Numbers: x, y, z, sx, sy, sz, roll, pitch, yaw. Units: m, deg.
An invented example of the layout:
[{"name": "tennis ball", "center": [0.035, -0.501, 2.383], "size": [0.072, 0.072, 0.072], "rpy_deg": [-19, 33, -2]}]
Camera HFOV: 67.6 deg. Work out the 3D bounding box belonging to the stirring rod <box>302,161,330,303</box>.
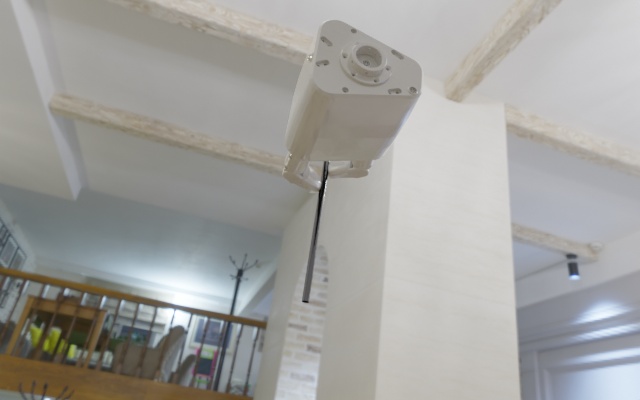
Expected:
[{"name": "stirring rod", "center": [0.000, 0.002, 0.560], "size": [0.011, 0.239, 0.011], "rpy_deg": [7, -28, 4]}]
